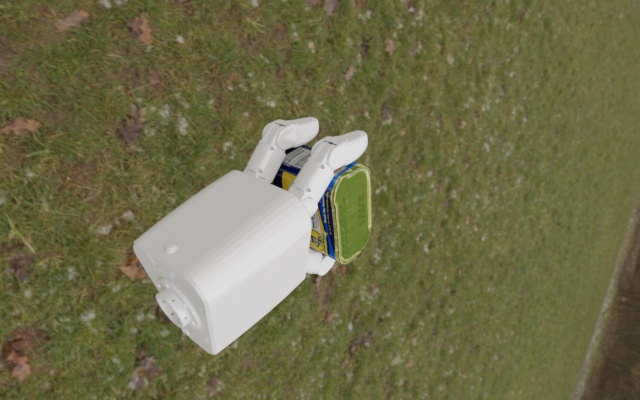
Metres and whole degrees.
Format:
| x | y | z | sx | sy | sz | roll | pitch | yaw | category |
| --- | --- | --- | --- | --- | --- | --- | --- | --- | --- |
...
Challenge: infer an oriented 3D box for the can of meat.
| x | y | z | sx | sy | sz | roll | pitch | yaw | category |
| --- | --- | --- | --- | --- | --- | --- | --- | --- | --- |
| 0.000 | 0.002 | 0.454 | 0.084 | 0.102 | 0.057 | 23 | 44 | 35 | can of meat |
